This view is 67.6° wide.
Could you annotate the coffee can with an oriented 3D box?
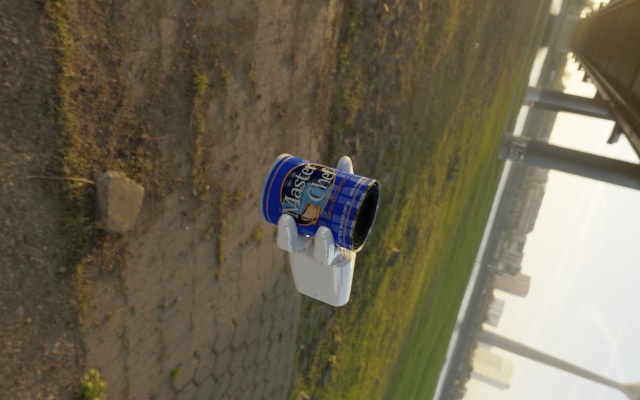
[{"bbox_3d":[0.000,0.002,0.663,0.140,0.103,0.103,18,6,20],"label":"coffee can"}]
